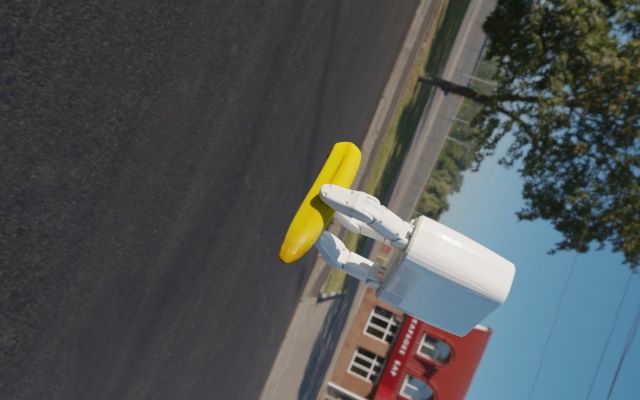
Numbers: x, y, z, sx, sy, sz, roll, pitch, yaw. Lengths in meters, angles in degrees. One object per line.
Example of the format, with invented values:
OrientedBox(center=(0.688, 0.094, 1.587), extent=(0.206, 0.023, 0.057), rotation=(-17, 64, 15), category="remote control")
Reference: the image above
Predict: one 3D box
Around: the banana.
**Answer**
OrientedBox(center=(0.009, -0.012, 0.524), extent=(0.037, 0.070, 0.197), rotation=(30, 42, -3), category="banana")
